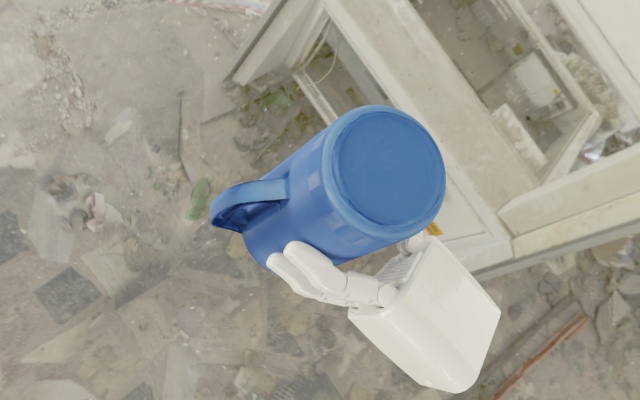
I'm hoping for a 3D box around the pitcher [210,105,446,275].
[{"bbox_3d":[0.000,0.002,0.461,0.149,0.145,0.243,-45,5,-24],"label":"pitcher"}]
